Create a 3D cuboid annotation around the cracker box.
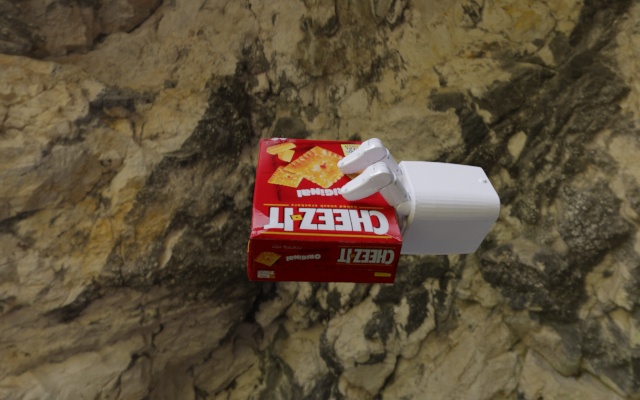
[{"bbox_3d":[0.000,0.002,0.592,0.164,0.072,0.213,2,36,-4],"label":"cracker box"}]
